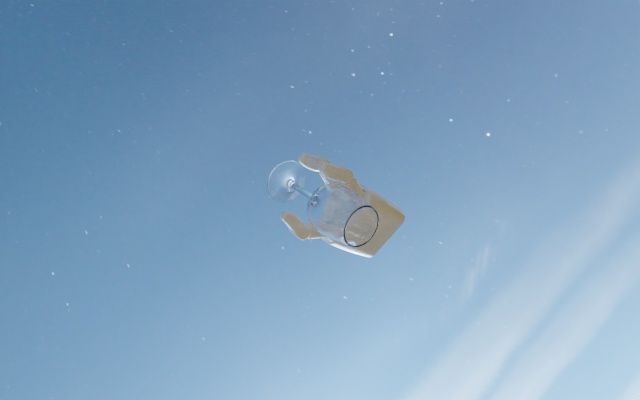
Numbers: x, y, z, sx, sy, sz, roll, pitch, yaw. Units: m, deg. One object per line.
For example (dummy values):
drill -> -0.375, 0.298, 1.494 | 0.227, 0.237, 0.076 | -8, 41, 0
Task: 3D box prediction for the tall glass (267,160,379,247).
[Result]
tall glass -> 0.000, 0.002, 0.725 | 0.079, 0.079, 0.201 | 0, 20, -37
